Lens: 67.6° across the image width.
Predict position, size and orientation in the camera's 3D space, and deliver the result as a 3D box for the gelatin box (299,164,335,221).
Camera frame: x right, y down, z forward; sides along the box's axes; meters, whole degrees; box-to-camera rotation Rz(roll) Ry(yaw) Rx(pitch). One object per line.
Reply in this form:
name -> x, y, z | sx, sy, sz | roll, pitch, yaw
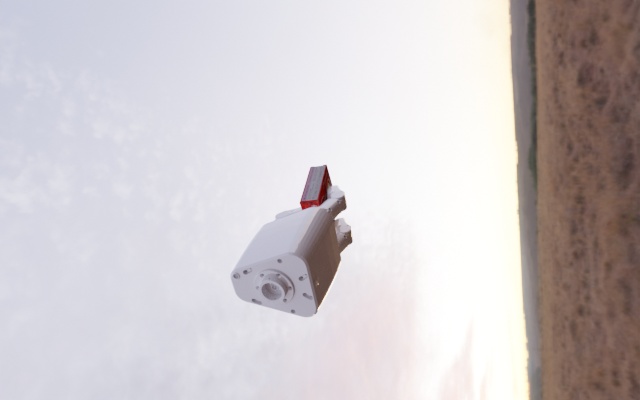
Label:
gelatin box -> 0.000, 0.002, 0.703 | 0.030, 0.073, 0.089 | -6, 38, 16
